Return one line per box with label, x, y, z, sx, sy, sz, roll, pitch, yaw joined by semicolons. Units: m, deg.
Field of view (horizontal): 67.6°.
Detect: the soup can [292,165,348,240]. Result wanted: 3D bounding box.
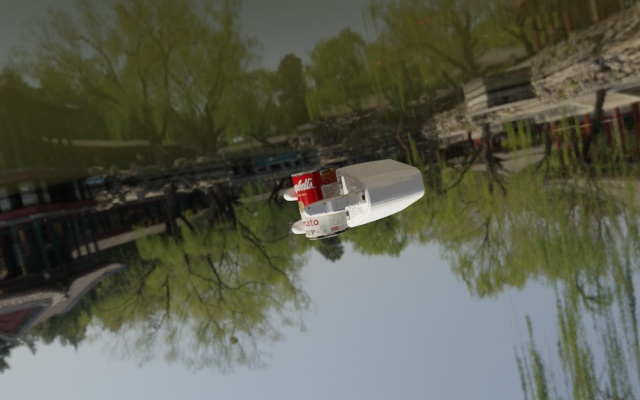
soup can;0.000;0.003;0.731;0.068;0.102;0.068;-13;4;1
